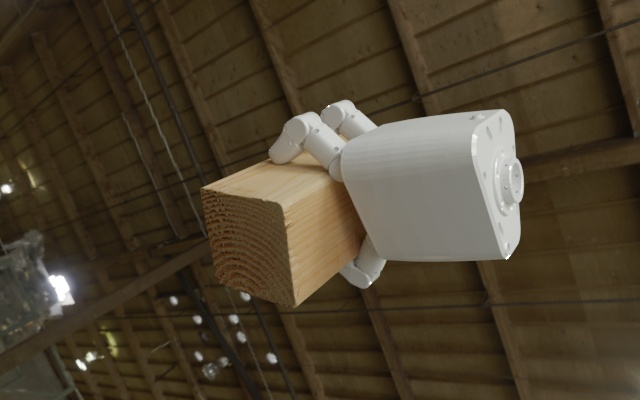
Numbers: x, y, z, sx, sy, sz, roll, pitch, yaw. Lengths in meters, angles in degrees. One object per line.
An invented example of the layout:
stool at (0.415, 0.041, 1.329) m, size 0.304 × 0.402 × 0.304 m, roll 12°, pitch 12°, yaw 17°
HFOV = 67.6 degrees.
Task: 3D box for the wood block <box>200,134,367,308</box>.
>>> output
wood block at (0.001, 0.002, 0.448) m, size 0.090 × 0.091 × 0.206 m, roll 10°, pitch 26°, yaw 34°
